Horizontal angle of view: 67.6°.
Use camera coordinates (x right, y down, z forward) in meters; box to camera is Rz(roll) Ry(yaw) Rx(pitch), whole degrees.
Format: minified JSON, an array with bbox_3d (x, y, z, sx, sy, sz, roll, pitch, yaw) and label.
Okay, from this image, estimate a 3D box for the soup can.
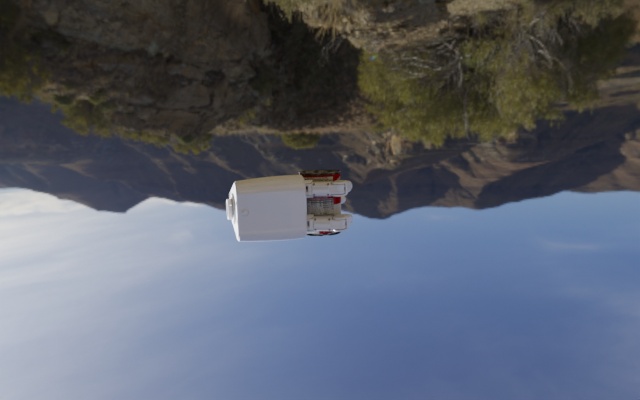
[{"bbox_3d":[0.001,0.003,0.782,0.068,0.102,0.068,-2,7,0],"label":"soup can"}]
